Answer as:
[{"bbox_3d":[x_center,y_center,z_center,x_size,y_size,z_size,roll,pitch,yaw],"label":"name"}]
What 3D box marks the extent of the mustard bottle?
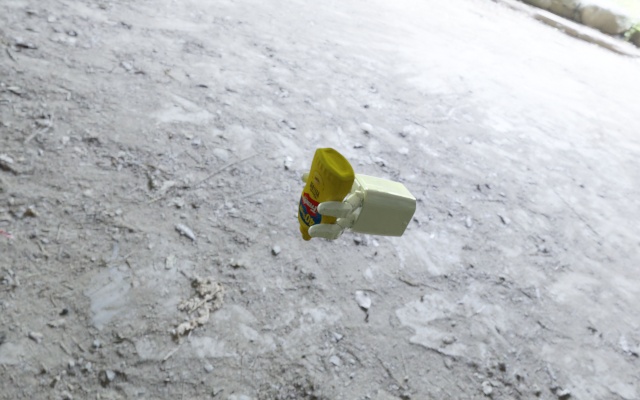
[{"bbox_3d":[0.000,0.003,0.887,0.058,0.192,0.096,-8,46,-33],"label":"mustard bottle"}]
